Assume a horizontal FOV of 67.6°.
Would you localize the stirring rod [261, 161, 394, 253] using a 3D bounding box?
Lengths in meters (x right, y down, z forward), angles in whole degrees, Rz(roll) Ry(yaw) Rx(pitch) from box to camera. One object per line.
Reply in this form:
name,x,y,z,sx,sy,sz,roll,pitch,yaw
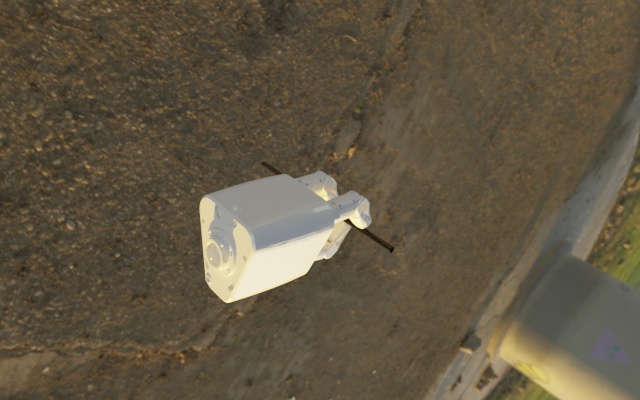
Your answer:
stirring rod,0.000,0.002,0.619,0.239,0.011,0.011,34,21,34
